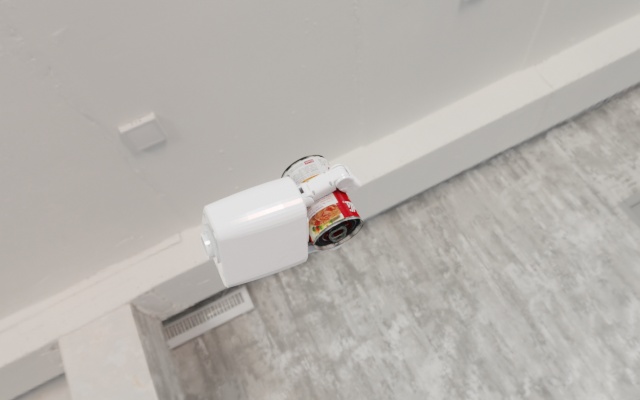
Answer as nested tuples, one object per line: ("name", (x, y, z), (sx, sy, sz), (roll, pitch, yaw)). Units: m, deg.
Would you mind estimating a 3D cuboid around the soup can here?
("soup can", (0.000, 0.002, 0.598), (0.068, 0.102, 0.068), (-23, -26, -12))
